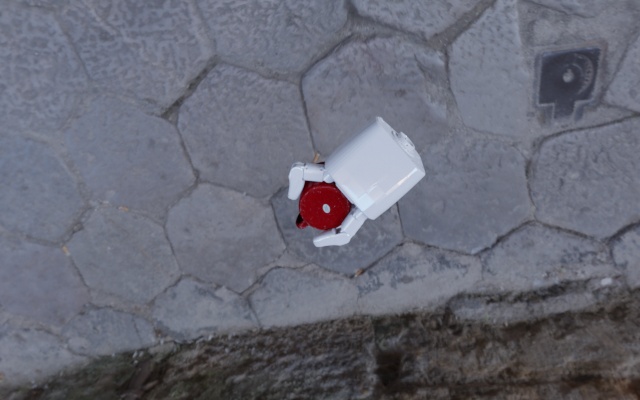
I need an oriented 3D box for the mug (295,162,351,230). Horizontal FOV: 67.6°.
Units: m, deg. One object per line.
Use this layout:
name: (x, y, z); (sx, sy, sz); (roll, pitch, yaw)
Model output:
mug: (-0.001, 0.003, 0.774); (0.117, 0.093, 0.081); (-42, 17, 21)
